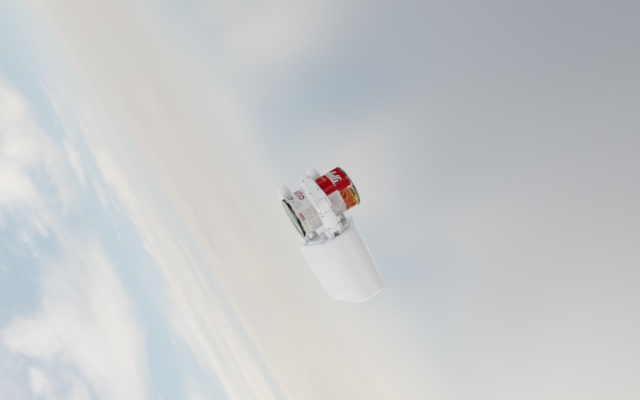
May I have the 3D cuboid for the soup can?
[{"bbox_3d":[0.000,0.002,0.730,0.102,0.068,0.068,-31,7,-11],"label":"soup can"}]
